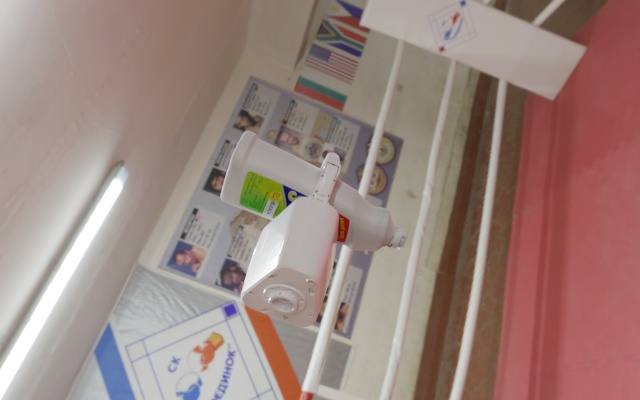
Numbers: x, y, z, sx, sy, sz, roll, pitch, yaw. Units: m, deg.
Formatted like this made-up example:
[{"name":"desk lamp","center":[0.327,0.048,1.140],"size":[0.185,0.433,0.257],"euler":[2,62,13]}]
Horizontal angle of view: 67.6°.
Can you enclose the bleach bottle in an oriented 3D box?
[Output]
[{"name":"bleach bottle","center":[0.000,0.002,0.634],"size":[0.251,0.068,0.103],"euler":[22,-47,-5]}]
